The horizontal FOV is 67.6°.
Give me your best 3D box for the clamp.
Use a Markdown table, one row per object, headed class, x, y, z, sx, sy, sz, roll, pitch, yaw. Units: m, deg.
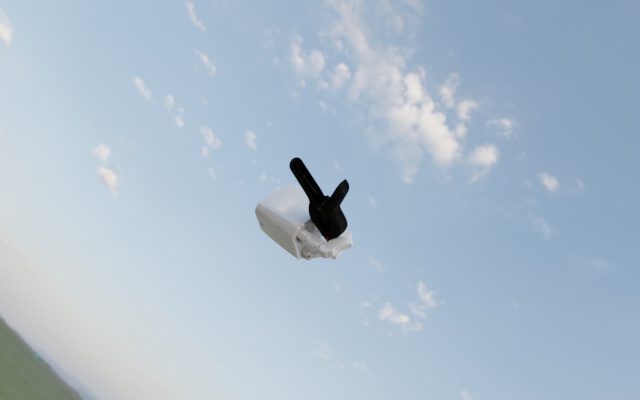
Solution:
| class | x | y | z | sx | sy | sz | roll | pitch | yaw |
| --- | --- | --- | --- | --- | --- | --- | --- | --- | --- |
| clamp | 0.001 | 0.002 | 0.809 | 0.039 | 0.172 | 0.120 | -35 | 56 | -26 |
